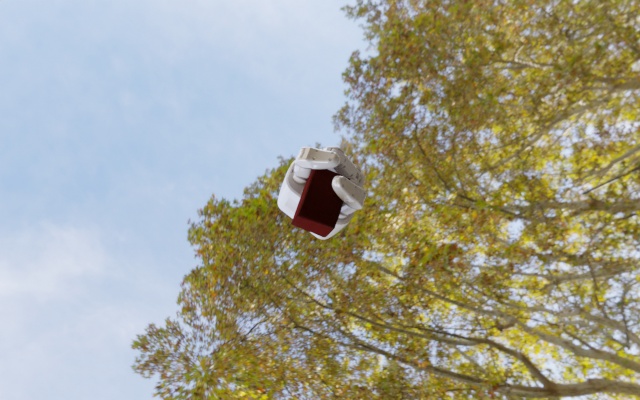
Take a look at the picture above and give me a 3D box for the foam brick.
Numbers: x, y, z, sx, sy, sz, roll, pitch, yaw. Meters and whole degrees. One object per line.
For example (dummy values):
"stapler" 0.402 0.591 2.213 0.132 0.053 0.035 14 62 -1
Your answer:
"foam brick" 0.000 0.002 0.643 0.053 0.078 0.051 22 -23 -7
